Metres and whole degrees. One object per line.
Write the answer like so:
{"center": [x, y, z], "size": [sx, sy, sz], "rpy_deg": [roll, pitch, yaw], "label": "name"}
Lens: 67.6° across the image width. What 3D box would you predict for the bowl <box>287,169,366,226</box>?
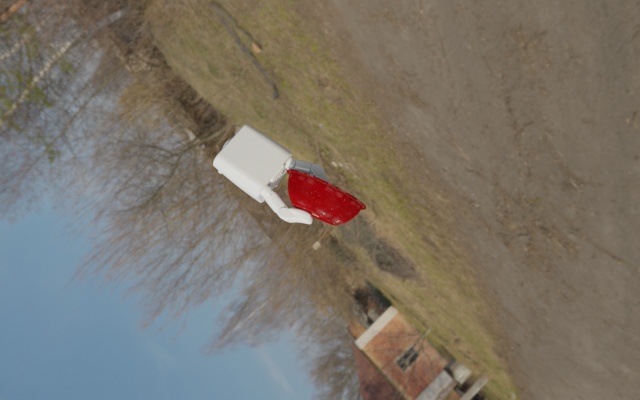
{"center": [0.001, 0.004, 0.873], "size": [0.162, 0.055, 0.162], "rpy_deg": [25, -7, 3], "label": "bowl"}
